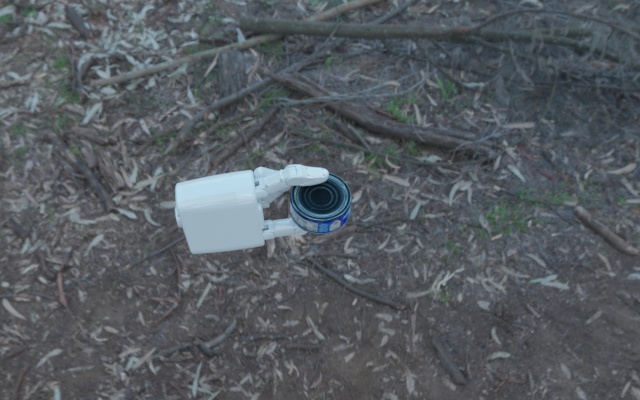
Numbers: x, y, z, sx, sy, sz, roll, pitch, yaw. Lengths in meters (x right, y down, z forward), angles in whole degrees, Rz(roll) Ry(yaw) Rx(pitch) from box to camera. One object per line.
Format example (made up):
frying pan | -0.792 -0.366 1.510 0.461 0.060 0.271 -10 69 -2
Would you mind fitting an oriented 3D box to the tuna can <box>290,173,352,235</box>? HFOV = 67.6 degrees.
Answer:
tuna can | 0.000 0.002 0.659 0.086 0.086 0.034 0 -36 -3
